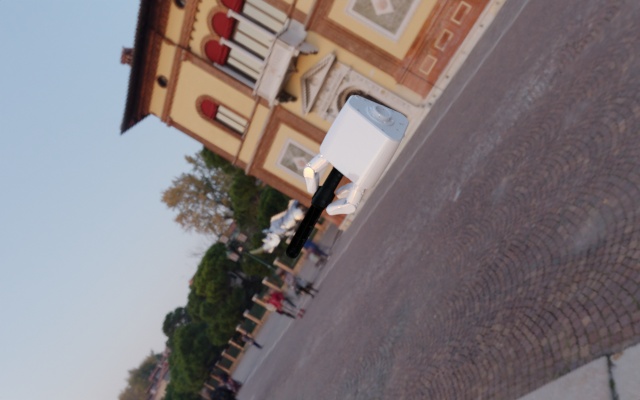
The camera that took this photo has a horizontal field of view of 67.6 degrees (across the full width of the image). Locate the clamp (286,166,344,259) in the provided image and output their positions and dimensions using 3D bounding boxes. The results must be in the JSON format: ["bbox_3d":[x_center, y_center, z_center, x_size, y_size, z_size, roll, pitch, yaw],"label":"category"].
[{"bbox_3d":[0.000,0.002,0.879,0.036,0.165,0.210,30,40,0],"label":"clamp"}]
